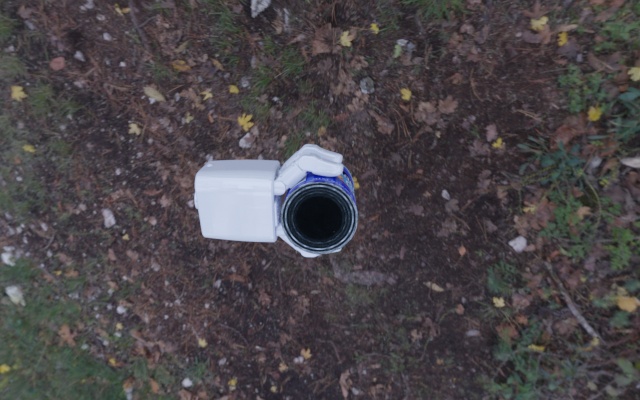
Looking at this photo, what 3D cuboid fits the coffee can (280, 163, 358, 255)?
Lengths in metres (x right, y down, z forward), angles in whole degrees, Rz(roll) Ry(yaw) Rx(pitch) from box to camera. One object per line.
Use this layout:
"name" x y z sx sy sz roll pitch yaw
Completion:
"coffee can" 0.000 0.002 0.691 0.103 0.103 0.140 0 18 2
